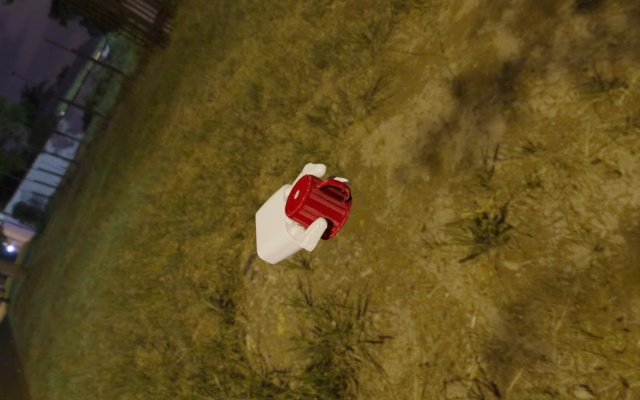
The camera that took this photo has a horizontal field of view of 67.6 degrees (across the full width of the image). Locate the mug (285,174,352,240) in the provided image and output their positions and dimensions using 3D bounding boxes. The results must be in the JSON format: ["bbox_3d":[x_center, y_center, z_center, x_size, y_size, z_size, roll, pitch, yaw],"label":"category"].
[{"bbox_3d":[0.001,0.002,0.792,0.081,0.093,0.117,29,-42,-22],"label":"mug"}]
